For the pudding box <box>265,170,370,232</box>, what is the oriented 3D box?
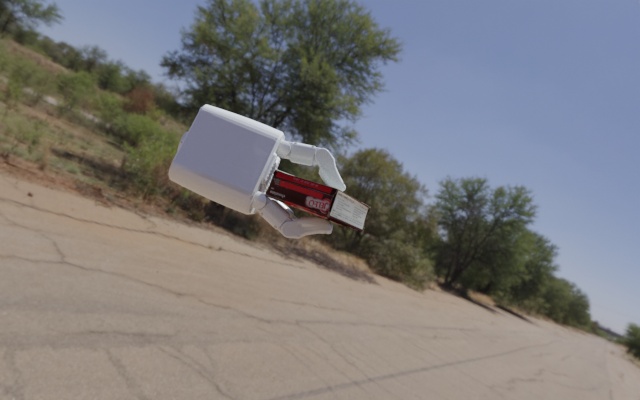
[{"bbox_3d":[0.000,0.002,0.589,0.090,0.039,0.113,19,-1,28],"label":"pudding box"}]
